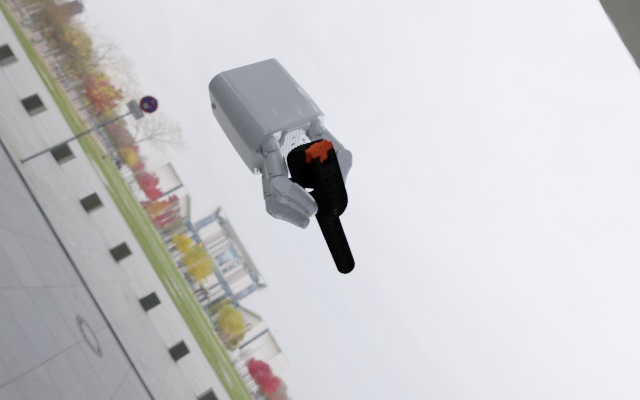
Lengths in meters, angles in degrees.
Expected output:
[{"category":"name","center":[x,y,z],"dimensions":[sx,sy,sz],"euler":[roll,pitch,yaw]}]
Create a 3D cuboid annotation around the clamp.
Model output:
[{"category":"clamp","center":[0.001,0.001,0.573],"dimensions":[0.036,0.164,0.210],"euler":[-34,-14,-19]}]
